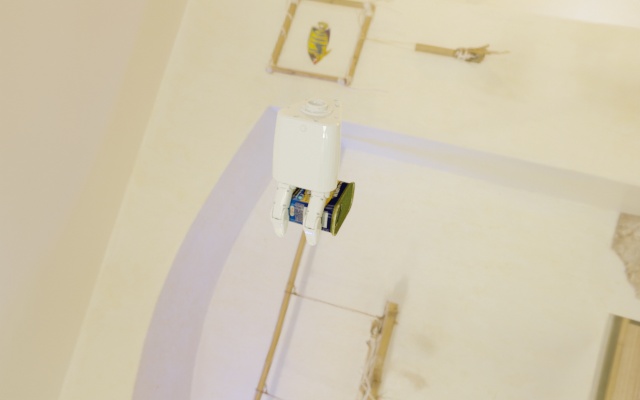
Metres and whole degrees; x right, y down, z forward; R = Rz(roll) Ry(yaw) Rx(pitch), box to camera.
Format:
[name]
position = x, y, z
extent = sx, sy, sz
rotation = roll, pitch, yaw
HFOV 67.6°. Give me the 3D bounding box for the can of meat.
[can of meat]
position = 0.000, 0.002, 0.767
extent = 0.084, 0.057, 0.102
rotation = 15, 37, 14
